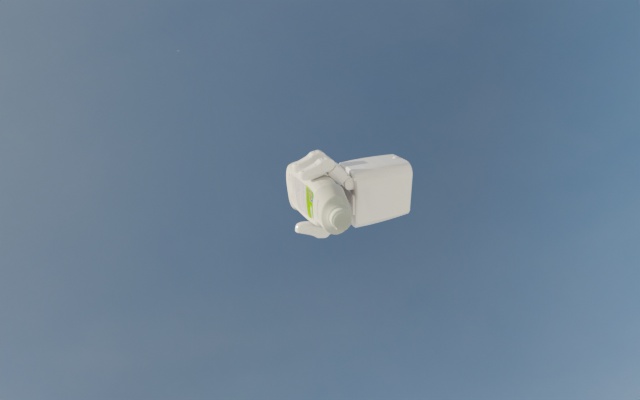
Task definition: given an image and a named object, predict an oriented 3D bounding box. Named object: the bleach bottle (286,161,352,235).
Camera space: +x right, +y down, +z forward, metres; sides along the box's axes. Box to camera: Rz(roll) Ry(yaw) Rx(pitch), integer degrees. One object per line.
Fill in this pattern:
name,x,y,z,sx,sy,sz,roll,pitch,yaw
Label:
bleach bottle,0.000,0.003,0.812,0.068,0.103,0.250,-13,20,-12
